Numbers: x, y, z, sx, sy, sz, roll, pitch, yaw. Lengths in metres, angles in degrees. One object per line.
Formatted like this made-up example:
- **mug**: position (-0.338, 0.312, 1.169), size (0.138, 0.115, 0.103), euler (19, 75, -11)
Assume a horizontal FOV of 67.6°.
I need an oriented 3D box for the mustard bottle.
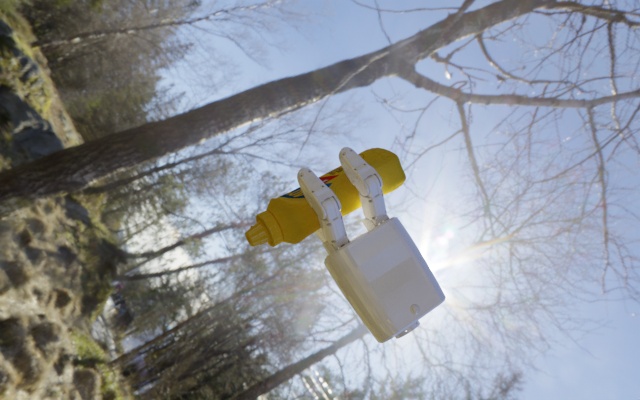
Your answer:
- **mustard bottle**: position (0.000, 0.001, 0.557), size (0.191, 0.058, 0.096), euler (-28, 14, -21)
